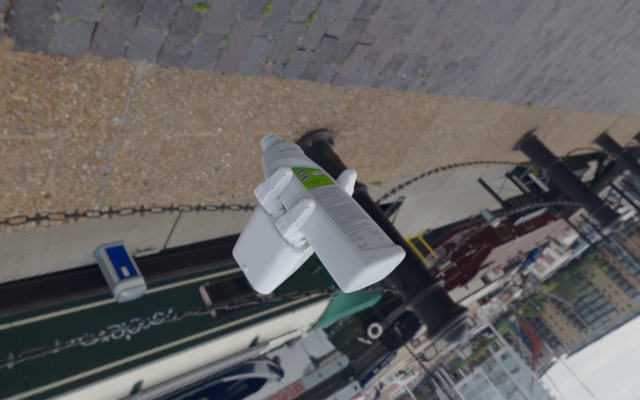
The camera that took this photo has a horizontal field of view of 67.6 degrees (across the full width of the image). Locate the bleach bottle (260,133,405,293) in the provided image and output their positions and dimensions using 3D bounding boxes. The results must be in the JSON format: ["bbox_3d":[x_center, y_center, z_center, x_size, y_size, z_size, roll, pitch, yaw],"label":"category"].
[{"bbox_3d":[0.000,0.002,0.651,0.102,0.250,0.068,-9,-36,-48],"label":"bleach bottle"}]
